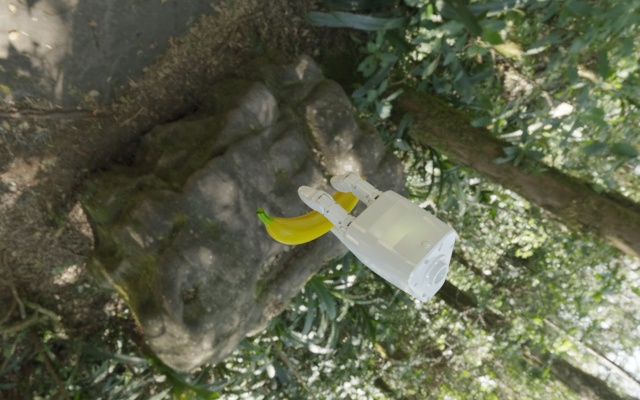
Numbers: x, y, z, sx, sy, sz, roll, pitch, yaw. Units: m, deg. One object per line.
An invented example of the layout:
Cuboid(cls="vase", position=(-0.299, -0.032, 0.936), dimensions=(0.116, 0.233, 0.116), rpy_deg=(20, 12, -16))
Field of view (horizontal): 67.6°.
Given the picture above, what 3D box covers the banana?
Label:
Cuboid(cls="banana", position=(-0.004, 0.020, 0.694), dimensions=(0.198, 0.070, 0.037), rpy_deg=(-21, 38, -38))
